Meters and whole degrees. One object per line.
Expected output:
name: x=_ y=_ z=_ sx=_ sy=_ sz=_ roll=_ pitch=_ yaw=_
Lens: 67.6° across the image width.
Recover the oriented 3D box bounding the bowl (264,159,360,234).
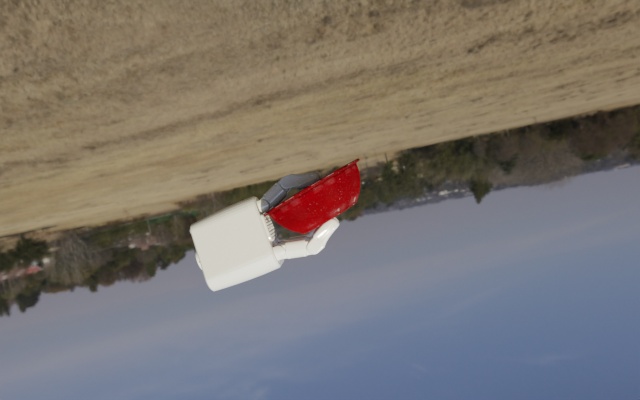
bowl: x=0.001 y=0.002 z=0.696 sx=0.162 sy=0.055 sz=0.162 roll=-31 pitch=0 yaw=0
